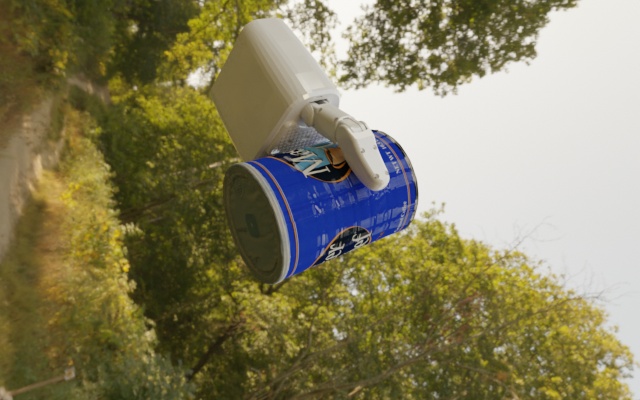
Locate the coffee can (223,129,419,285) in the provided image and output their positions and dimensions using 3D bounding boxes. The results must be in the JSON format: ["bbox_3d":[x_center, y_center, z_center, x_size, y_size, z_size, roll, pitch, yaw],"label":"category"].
[{"bbox_3d":[0.000,0.002,0.421,0.140,0.103,0.103,-18,9,-30],"label":"coffee can"}]
